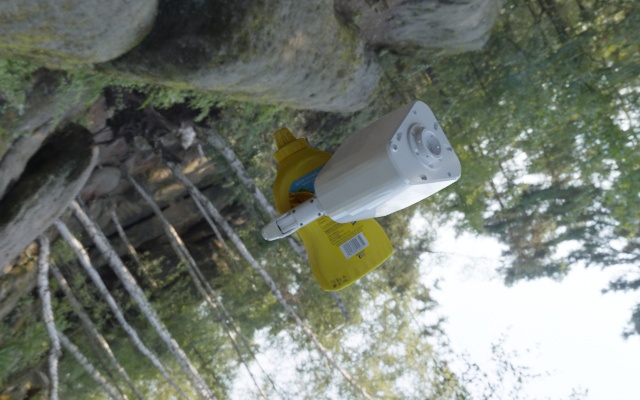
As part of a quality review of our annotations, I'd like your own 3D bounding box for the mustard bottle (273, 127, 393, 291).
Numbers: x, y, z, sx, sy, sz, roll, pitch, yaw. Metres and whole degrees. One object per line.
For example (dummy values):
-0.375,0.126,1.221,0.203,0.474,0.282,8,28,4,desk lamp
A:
0.000,0.002,0.555,0.096,0.191,0.058,-30,2,-20,mustard bottle
